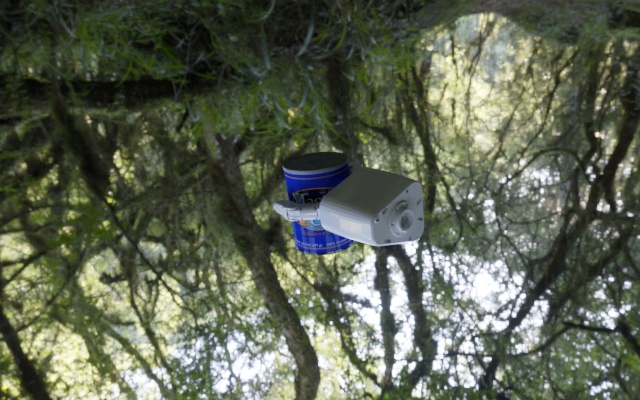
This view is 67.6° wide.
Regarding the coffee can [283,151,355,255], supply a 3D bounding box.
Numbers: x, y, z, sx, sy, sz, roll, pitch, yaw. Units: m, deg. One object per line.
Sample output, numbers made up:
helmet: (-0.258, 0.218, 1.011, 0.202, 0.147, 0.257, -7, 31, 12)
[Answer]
coffee can: (0.000, 0.002, 0.767, 0.103, 0.140, 0.102, -7, 20, 2)
